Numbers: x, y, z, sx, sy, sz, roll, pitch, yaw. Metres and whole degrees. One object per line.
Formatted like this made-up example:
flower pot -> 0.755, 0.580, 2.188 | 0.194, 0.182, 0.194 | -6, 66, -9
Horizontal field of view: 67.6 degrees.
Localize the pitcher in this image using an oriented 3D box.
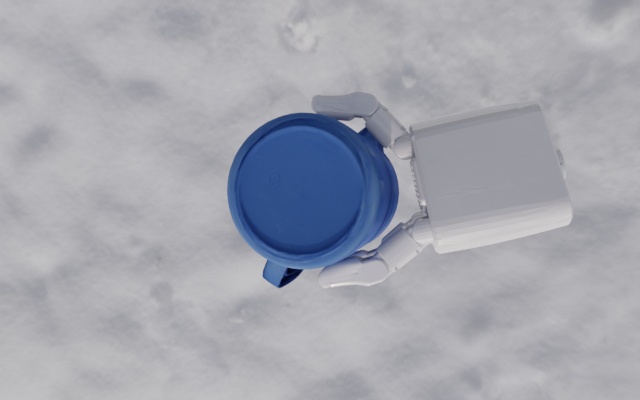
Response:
pitcher -> 0.000, 0.001, 0.436 | 0.145, 0.149, 0.243 | -13, -1, 9
